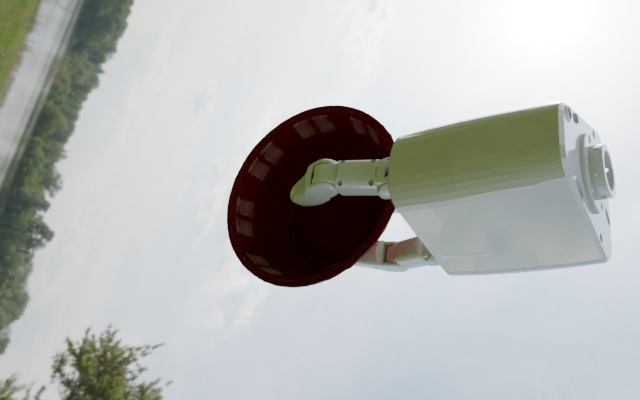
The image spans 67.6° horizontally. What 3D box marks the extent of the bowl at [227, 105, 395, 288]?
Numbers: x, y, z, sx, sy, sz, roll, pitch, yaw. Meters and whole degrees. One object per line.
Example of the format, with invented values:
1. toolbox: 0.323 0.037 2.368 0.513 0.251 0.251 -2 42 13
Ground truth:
1. bowl: -0.001 0.001 0.410 0.162 0.162 0.055 0 -23 30
